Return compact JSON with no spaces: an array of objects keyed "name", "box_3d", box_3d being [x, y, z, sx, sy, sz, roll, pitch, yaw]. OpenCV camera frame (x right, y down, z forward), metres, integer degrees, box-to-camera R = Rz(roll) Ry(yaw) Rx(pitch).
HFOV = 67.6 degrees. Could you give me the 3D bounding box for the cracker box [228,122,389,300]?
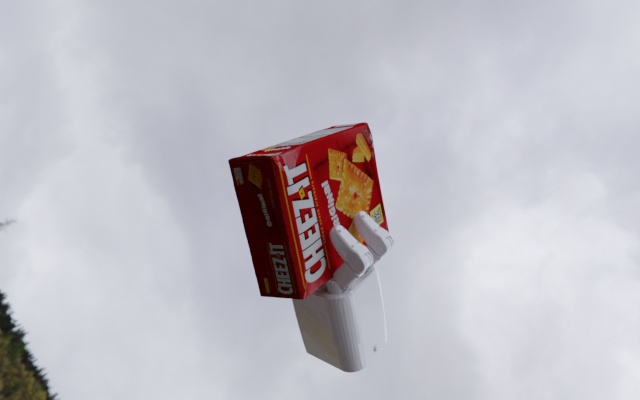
[{"name":"cracker box","box_3d":[0.000,0.002,0.593,0.072,0.164,0.213,-3,15,35]}]
